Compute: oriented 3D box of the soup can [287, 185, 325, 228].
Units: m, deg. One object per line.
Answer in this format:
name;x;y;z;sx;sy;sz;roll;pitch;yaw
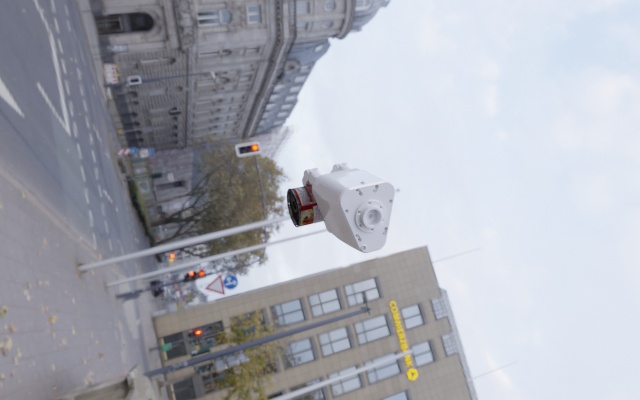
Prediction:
soup can;0.000;0.003;0.823;0.102;0.068;0.068;-12;4;-18
